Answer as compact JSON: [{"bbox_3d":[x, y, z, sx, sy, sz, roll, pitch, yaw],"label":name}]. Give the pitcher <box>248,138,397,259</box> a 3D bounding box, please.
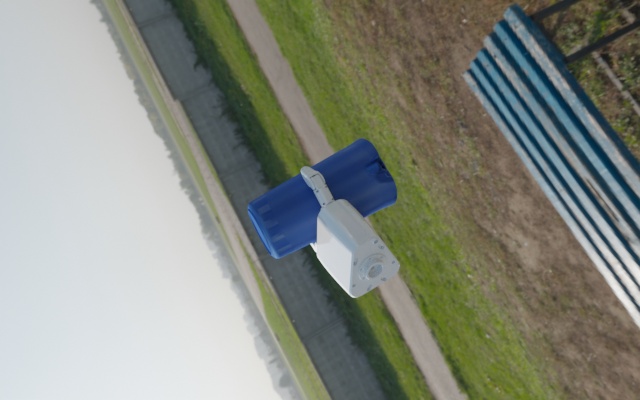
[{"bbox_3d":[0.000,0.003,0.845,0.243,0.149,0.145,-28,40,-13],"label":"pitcher"}]
